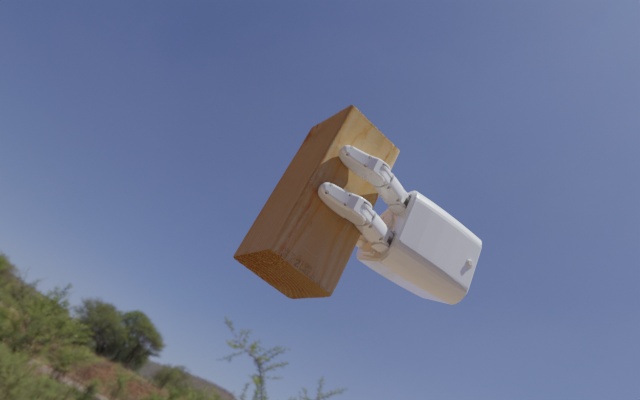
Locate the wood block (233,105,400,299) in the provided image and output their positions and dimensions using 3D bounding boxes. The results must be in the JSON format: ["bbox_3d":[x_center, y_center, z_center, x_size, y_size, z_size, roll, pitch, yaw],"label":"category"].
[{"bbox_3d":[0.000,0.002,0.558,0.090,0.206,0.091,40,-31,-20],"label":"wood block"}]
